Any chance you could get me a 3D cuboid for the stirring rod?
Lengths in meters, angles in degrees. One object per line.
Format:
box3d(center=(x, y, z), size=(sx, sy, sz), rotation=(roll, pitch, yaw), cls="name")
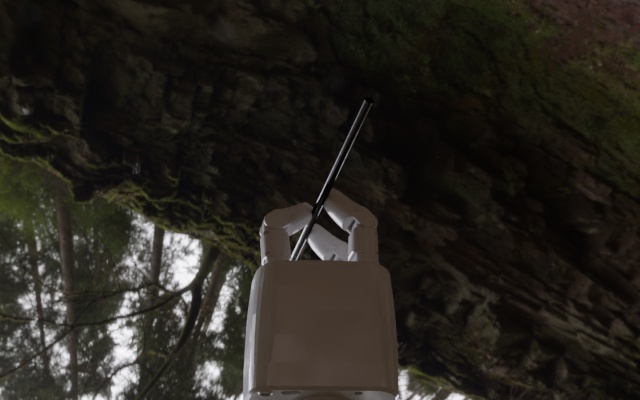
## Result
box3d(center=(0.000, 0.001, 0.451), size=(0.011, 0.011, 0.240), rotation=(0, -41, -24), cls="stirring rod")
